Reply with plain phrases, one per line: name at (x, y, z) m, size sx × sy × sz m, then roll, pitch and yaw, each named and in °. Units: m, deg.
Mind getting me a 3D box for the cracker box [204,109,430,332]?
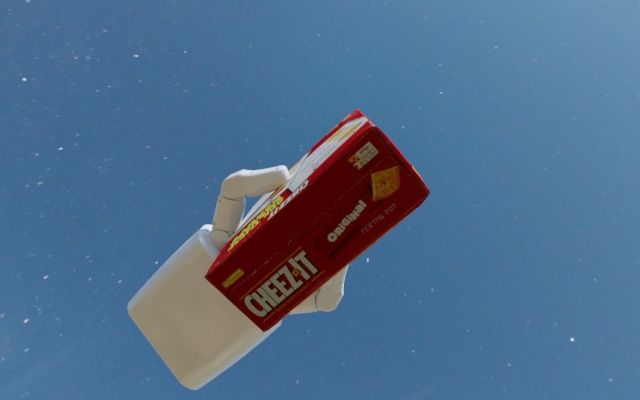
cracker box at (0.000, 0.001, 0.434) m, size 0.164 × 0.072 × 0.213 m, roll -42°, pitch 9°, yaw 10°
